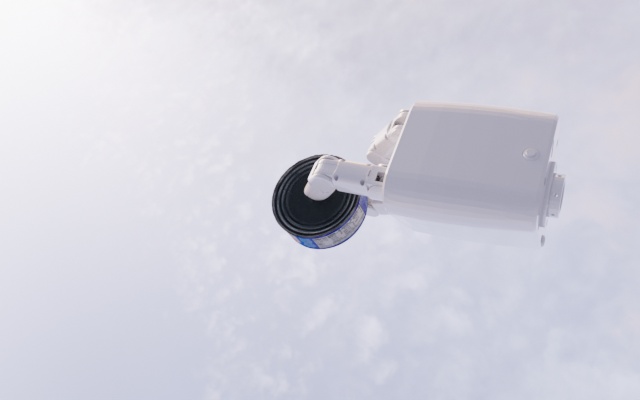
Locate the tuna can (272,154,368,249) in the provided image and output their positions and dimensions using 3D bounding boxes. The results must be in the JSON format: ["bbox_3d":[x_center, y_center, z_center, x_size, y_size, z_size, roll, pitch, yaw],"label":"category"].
[{"bbox_3d":[0.000,0.002,0.447,0.086,0.086,0.034,0,-27,22],"label":"tuna can"}]
